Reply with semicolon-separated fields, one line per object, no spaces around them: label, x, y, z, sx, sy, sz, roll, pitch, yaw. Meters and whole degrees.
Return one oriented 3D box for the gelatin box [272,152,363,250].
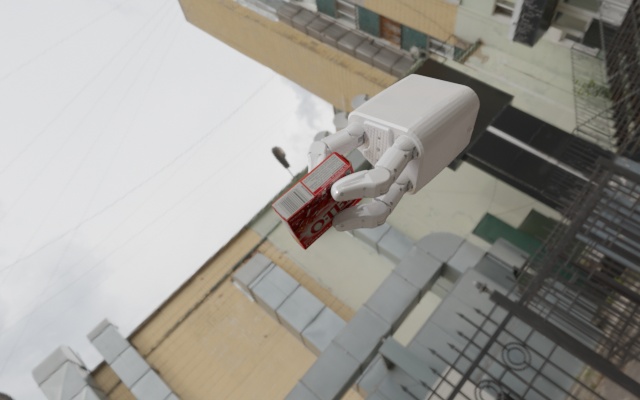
gelatin box;0.000;0.002;0.502;0.030;0.089;0.073;44;-11;30
